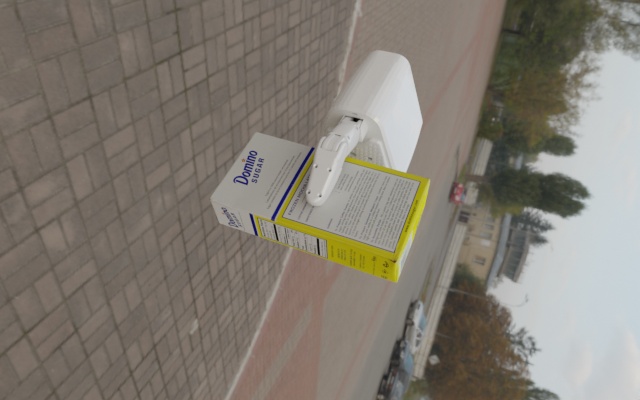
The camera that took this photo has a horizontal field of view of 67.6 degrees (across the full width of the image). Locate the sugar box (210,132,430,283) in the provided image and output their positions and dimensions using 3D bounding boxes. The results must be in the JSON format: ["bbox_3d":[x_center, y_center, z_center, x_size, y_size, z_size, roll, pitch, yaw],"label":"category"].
[{"bbox_3d":[0.000,0.002,0.436,0.176,0.093,0.048,16,-35,18],"label":"sugar box"}]
